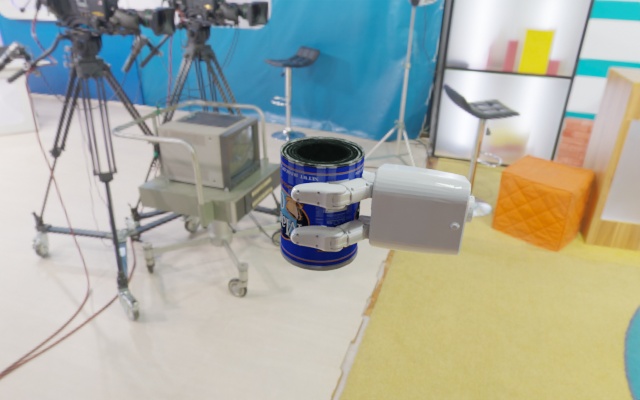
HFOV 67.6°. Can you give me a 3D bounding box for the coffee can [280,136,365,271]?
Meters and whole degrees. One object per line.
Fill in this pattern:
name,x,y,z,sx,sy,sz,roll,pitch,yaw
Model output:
coffee can,0.000,0.002,0.600,0.103,0.140,0.102,2,26,-1
